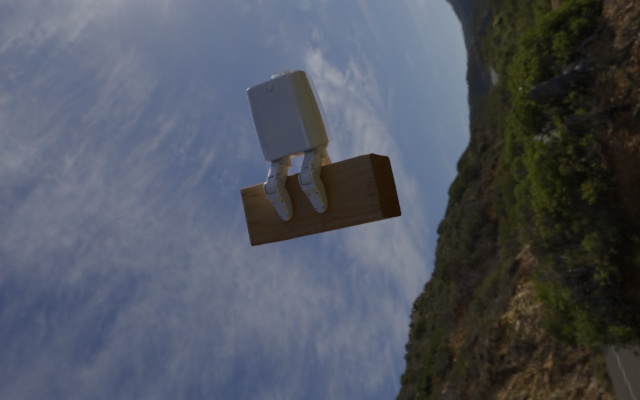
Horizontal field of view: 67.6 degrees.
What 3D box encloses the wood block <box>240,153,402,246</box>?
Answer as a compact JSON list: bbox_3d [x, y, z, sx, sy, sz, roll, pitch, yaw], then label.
[{"bbox_3d":[0.000,0.002,0.694,0.206,0.090,0.091,-13,-4,25],"label":"wood block"}]
